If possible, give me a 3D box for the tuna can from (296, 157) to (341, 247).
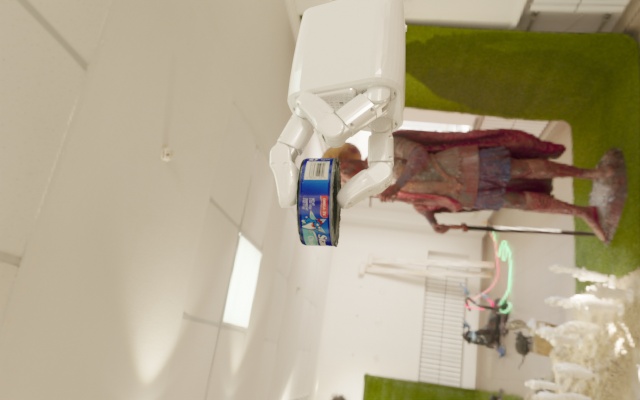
[{"bbox_3d":[-0.001,0.002,0.458,0.034,0.086,0.086,1,0,7],"label":"tuna can"}]
